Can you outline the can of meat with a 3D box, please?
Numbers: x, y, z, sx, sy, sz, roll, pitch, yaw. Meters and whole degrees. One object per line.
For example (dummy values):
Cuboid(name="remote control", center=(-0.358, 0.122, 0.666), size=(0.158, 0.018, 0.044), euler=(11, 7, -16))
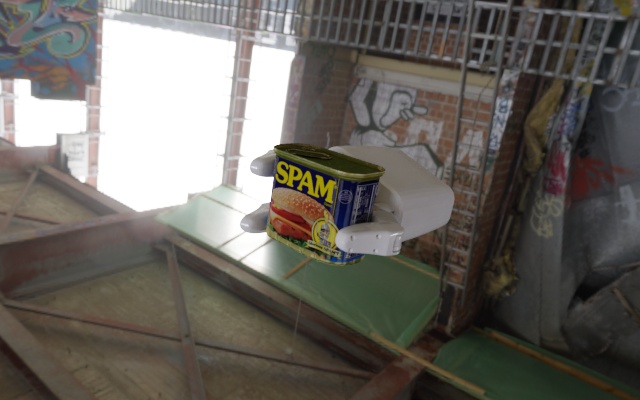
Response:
Cuboid(name="can of meat", center=(0.000, 0.002, 0.426), size=(0.102, 0.084, 0.057), euler=(23, 22, 37))
